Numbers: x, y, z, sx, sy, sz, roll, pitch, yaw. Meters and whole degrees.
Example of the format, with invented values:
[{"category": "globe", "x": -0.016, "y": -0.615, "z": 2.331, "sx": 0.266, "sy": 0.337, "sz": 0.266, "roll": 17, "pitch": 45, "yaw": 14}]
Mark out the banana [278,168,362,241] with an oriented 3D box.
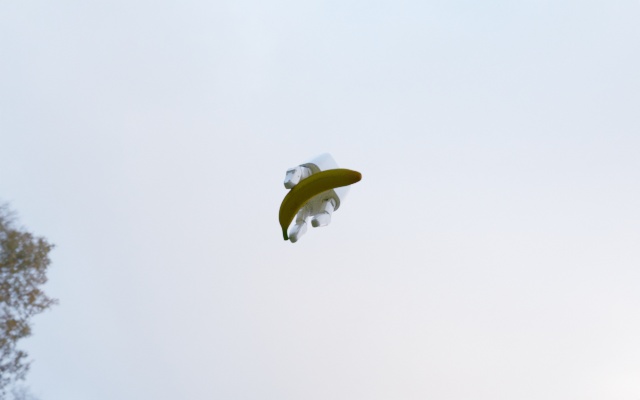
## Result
[{"category": "banana", "x": -0.015, "y": -0.009, "z": 0.862, "sx": 0.198, "sy": 0.069, "sz": 0.037, "roll": -40, "pitch": 2, "yaw": 25}]
